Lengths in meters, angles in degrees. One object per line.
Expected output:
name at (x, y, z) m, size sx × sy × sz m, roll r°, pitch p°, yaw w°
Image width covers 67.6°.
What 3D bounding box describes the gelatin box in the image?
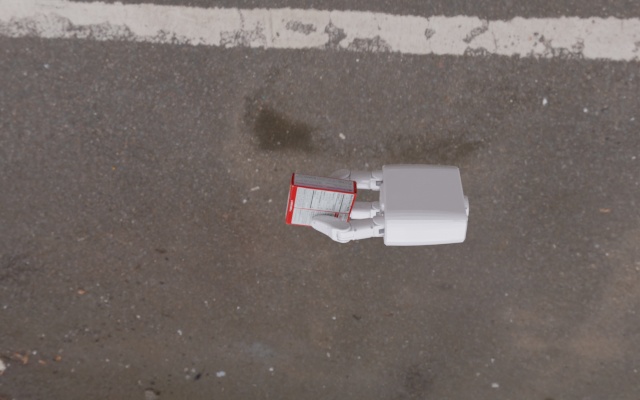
gelatin box at (0.000, 0.002, 0.655) m, size 0.089 × 0.073 × 0.030 m, roll 6°, pitch 43°, yaw -6°
